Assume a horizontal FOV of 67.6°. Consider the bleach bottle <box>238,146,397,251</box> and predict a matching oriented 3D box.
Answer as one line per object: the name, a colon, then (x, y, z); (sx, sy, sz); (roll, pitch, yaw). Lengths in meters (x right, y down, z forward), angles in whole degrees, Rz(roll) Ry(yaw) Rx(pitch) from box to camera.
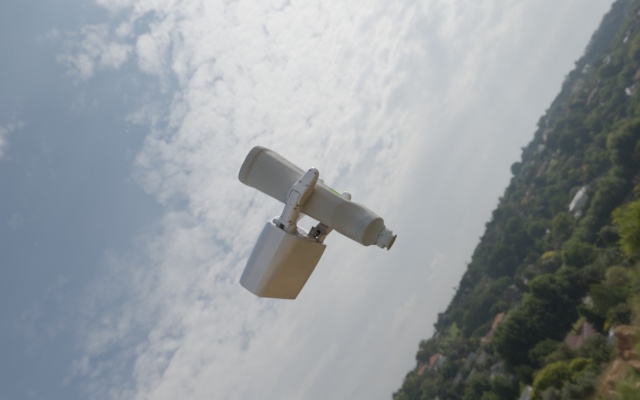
bleach bottle: (0.000, 0.002, 0.735); (0.251, 0.068, 0.102); (30, 6, 19)
